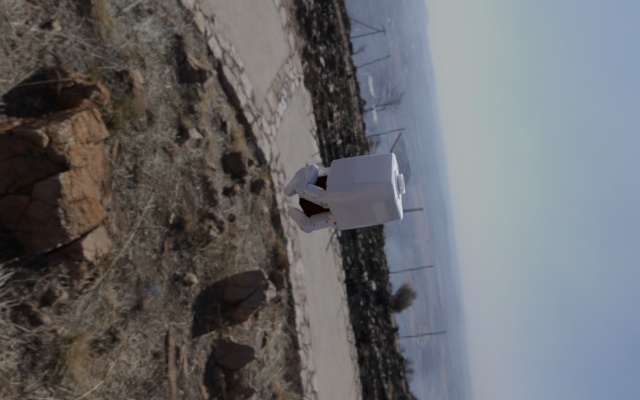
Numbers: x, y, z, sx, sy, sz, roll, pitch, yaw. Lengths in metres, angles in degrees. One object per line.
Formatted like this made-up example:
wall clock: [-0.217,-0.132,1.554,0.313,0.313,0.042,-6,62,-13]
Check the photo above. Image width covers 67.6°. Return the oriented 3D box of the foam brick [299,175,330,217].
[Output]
foam brick: [0.000,0.003,0.824,0.051,0.053,0.078,-9,-37,15]
